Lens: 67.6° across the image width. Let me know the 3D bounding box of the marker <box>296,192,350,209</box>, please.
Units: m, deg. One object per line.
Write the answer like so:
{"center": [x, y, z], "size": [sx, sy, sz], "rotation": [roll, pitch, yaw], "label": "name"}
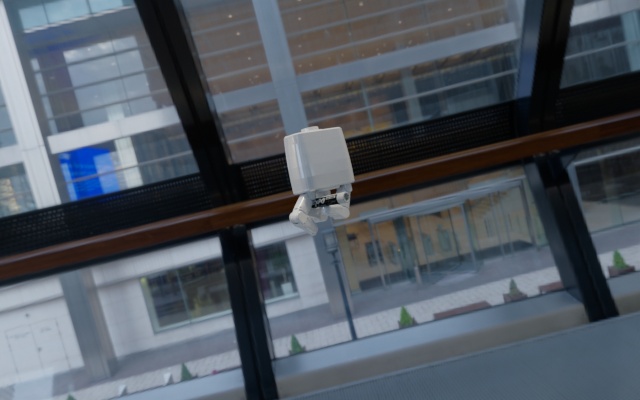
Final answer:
{"center": [0.000, 0.003, 0.843], "size": [0.121, 0.020, 0.020], "rotation": [-11, -7, 42], "label": "marker"}
